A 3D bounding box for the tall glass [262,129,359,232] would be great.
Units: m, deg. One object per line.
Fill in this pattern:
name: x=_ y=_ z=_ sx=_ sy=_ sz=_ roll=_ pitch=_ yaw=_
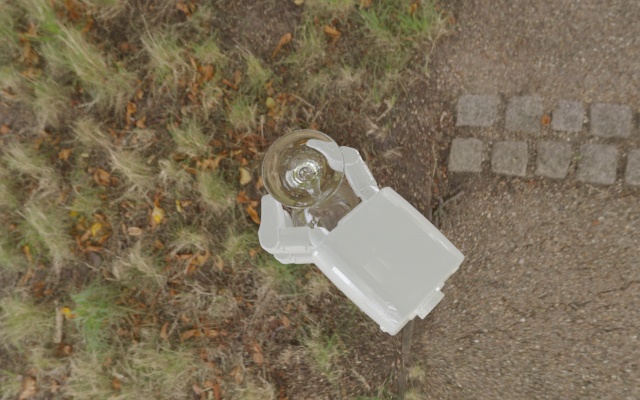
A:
tall glass: x=0.000 y=0.001 z=0.511 sx=0.079 sy=0.079 sz=0.201 roll=0 pitch=-17 yaw=9
